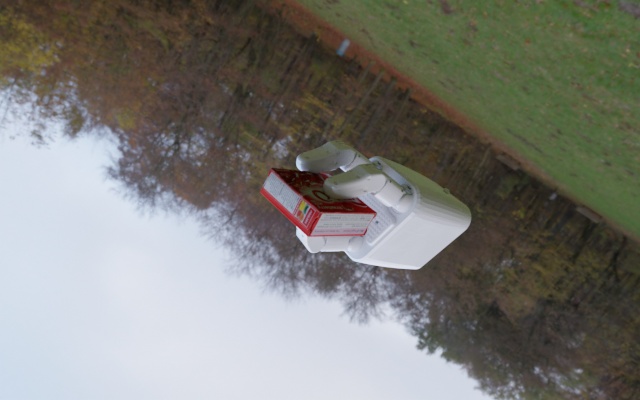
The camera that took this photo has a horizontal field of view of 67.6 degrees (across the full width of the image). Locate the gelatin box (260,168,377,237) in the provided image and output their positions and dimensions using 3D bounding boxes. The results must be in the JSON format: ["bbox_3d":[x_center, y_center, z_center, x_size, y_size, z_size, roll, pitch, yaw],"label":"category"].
[{"bbox_3d":[0.000,0.002,0.450,0.089,0.030,0.073,3,31,-50],"label":"gelatin box"}]
